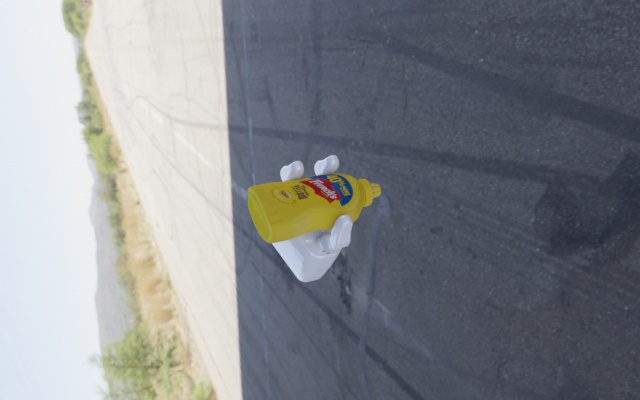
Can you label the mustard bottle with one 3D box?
[{"bbox_3d":[0.000,0.002,0.681,0.191,0.058,0.096,-11,38,-22],"label":"mustard bottle"}]
